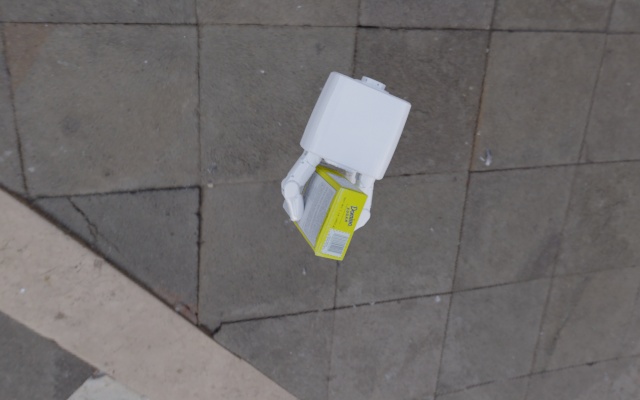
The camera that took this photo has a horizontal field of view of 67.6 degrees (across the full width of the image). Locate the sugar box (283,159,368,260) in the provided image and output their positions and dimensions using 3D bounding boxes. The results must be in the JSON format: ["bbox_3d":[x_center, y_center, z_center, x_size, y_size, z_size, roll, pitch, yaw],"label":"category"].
[{"bbox_3d":[0.001,0.002,0.659,0.048,0.093,0.176,17,14,-20],"label":"sugar box"}]
